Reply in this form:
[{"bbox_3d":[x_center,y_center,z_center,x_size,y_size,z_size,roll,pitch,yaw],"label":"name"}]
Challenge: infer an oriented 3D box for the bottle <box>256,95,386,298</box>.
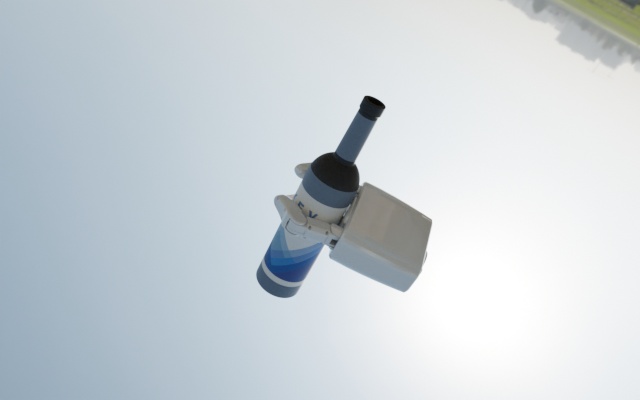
[{"bbox_3d":[0.000,0.002,0.602,0.069,0.296,0.069,20,32,-13],"label":"bottle"}]
